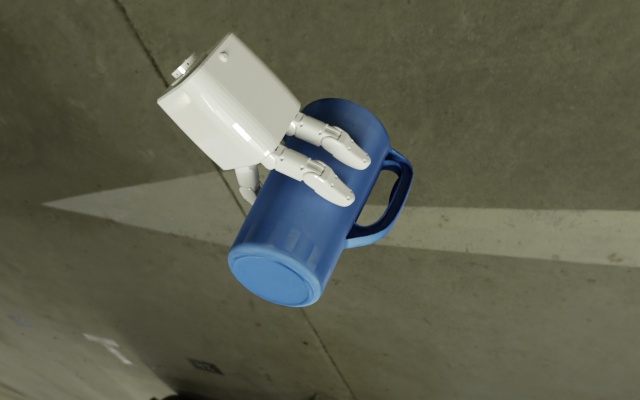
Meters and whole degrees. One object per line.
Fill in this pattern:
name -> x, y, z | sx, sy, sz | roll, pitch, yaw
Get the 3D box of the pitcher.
pitcher -> 0.000, 0.002, 0.568 | 0.149, 0.242, 0.145 | -17, -54, 42
